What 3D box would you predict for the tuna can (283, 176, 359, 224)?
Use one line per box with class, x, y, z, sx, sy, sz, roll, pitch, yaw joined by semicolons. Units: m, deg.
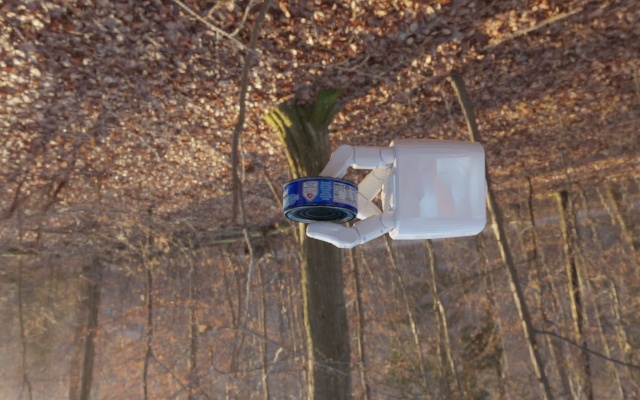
tuna can;0.000;0.002;0.538;0.086;0.033;0.086;1;-16;0
